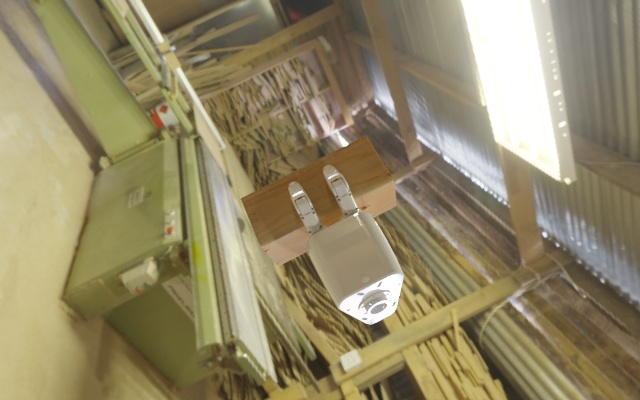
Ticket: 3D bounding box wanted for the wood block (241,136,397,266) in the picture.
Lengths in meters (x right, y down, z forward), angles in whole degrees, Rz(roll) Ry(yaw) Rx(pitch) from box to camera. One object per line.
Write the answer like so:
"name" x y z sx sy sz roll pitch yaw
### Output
"wood block" 0.000 0.003 0.715 0.206 0.090 0.091 -27 -29 -2
